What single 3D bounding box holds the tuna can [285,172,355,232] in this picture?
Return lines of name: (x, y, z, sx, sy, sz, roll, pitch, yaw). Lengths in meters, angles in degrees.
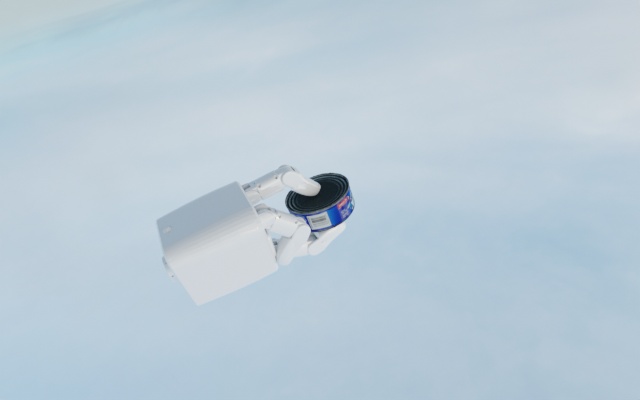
tuna can: (0.000, 0.002, 0.612, 0.086, 0.034, 0.086, -15, 32, 10)
